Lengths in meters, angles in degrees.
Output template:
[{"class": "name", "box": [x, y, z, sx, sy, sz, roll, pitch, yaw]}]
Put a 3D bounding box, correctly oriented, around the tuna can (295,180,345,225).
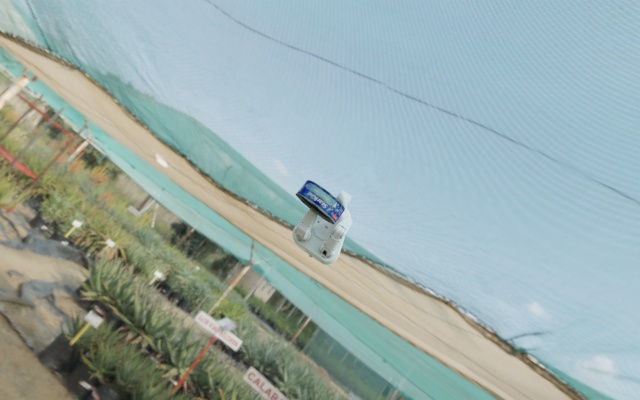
[{"class": "tuna can", "box": [0.000, 0.002, 0.828, 0.086, 0.033, 0.086, 37, -8, 6]}]
